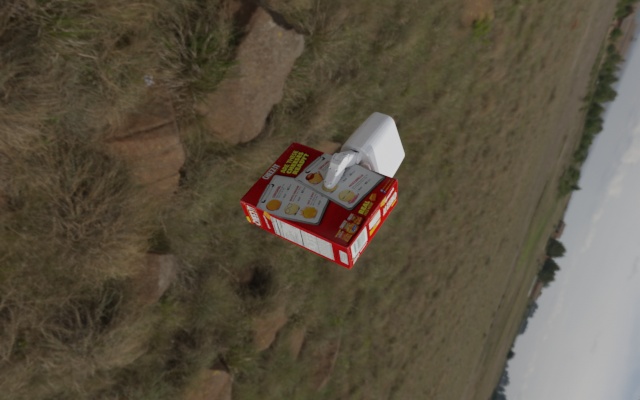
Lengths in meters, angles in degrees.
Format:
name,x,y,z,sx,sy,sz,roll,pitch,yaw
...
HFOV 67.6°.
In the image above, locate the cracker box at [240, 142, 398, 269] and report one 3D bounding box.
name,x,y,z,sx,sy,sz,roll,pitch,yaw
cracker box,0.000,0.003,0.814,0.213,0.164,0.072,22,-35,26
